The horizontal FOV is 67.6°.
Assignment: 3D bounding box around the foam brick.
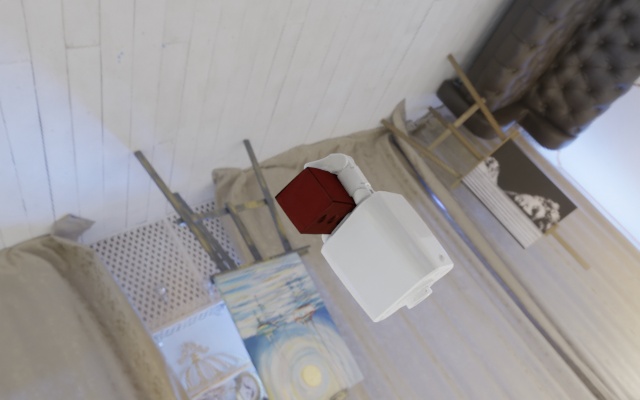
[{"bbox_3d":[0.000,0.002,0.526,0.053,0.051,0.078,-43,-22,20],"label":"foam brick"}]
